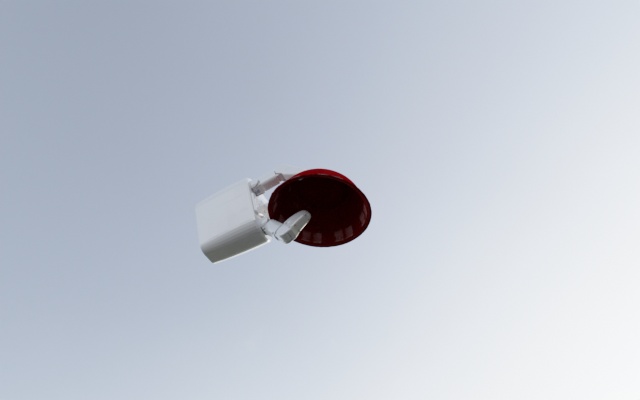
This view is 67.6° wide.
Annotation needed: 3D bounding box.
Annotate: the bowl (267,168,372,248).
[{"bbox_3d":[0.001,0.002,0.756,0.162,0.162,0.055,0,44,6],"label":"bowl"}]
